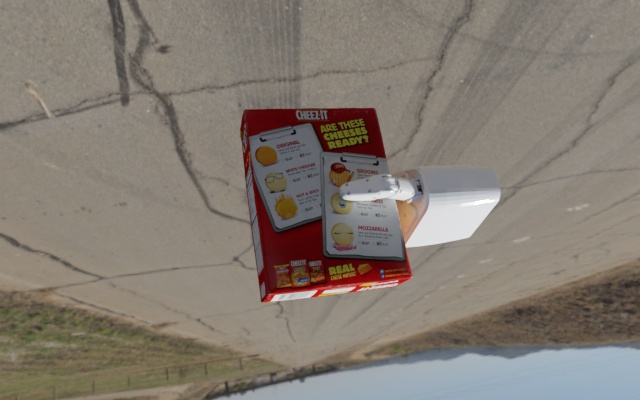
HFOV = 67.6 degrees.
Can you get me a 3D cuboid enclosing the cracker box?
[{"bbox_3d":[0.000,0.002,0.556,0.164,0.213,0.072,-4,-20,-18],"label":"cracker box"}]
